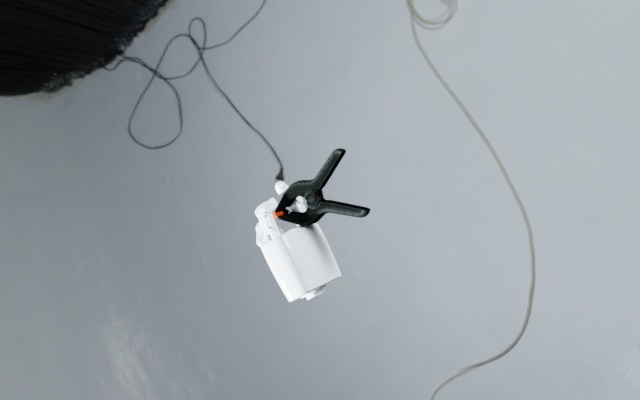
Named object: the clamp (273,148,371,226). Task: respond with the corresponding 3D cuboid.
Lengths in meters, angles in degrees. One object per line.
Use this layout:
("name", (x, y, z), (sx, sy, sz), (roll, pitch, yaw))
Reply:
("clamp", (0.000, 0.003, 0.815), (0.171, 0.120, 0.039), (-33, -12, 26))
